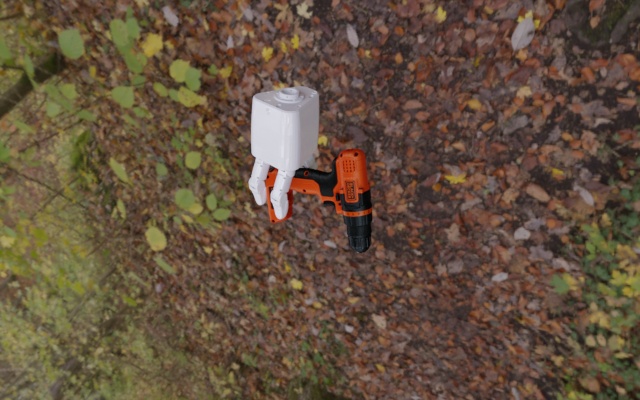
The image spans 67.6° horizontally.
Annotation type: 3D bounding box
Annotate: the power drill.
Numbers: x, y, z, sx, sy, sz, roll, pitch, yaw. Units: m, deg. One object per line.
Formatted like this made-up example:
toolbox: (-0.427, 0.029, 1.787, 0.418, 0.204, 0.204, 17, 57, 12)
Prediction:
power drill: (0.000, 0.003, 0.848, 0.187, 0.184, 0.057, -1, 14, 21)
